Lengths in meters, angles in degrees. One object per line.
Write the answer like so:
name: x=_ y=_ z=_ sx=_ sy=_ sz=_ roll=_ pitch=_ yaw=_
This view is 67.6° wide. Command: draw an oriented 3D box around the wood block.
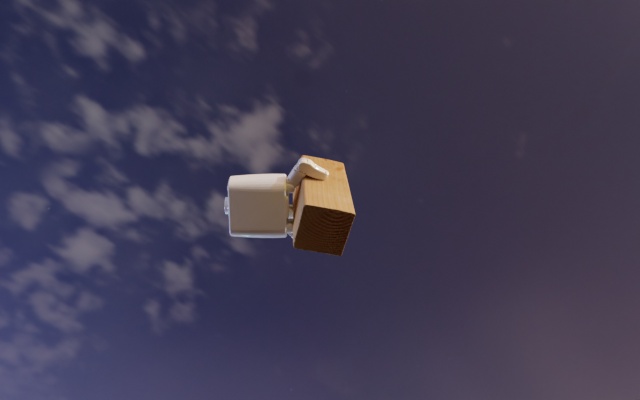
wood block: x=0.000 y=0.003 z=0.893 sx=0.090 sy=0.091 sz=0.206 roll=11 pitch=28 yaw=-9
